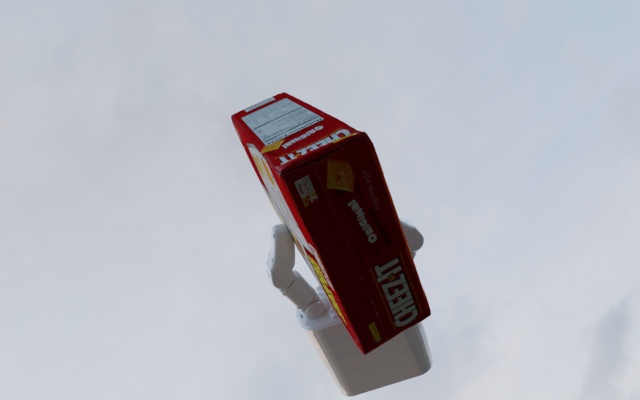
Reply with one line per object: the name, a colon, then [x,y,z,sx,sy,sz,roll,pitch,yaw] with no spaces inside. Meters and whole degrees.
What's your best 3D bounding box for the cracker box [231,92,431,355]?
cracker box: [0.000,0.001,0.422,0.072,0.164,0.213,-28,26,-8]
